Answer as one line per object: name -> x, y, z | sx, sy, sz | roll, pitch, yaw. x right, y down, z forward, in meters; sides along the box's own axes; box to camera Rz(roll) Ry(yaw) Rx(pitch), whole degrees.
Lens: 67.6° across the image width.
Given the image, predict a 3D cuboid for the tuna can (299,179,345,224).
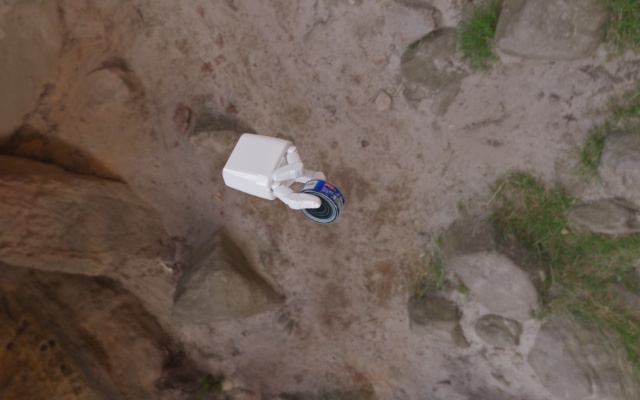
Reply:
tuna can -> 0.000, 0.003, 0.887 | 0.086, 0.086, 0.033 | 0, 41, 31
